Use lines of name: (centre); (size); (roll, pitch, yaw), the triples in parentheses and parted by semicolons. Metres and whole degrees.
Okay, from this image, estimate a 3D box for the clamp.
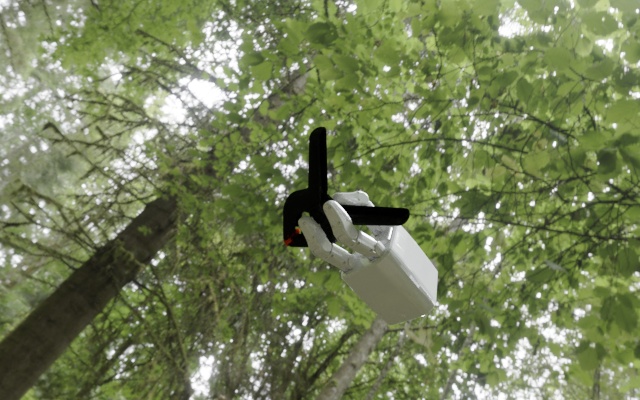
clamp: (0.000, 0.002, 0.662); (0.210, 0.164, 0.036); (-33, 10, 45)
